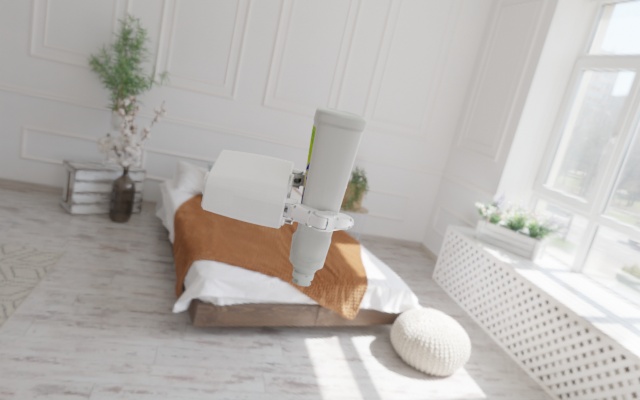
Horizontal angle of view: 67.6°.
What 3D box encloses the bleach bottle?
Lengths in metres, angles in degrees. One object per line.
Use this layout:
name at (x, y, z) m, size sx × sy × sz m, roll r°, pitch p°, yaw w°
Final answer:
bleach bottle at (0.000, 0.002, 0.657) m, size 0.068 × 0.251 × 0.102 m, roll 12°, pitch 14°, yaw -4°
